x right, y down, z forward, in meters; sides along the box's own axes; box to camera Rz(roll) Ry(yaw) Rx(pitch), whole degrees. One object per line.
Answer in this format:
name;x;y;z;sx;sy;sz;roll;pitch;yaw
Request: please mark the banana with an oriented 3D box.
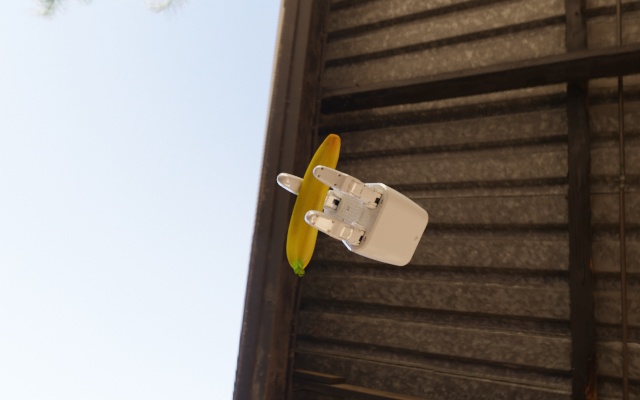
banana;-0.010;0.009;0.631;0.037;0.197;0.069;22;-22;-24
